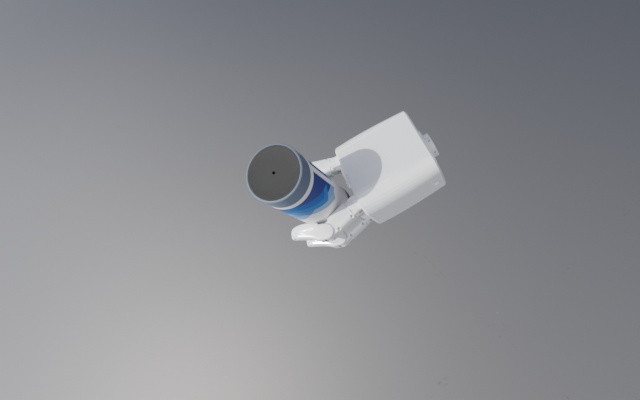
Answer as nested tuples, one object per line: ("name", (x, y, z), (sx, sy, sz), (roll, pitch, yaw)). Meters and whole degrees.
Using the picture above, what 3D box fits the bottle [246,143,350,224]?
("bottle", (0.000, 0.002, 0.640), (0.069, 0.069, 0.296), (0, -12, 20))
